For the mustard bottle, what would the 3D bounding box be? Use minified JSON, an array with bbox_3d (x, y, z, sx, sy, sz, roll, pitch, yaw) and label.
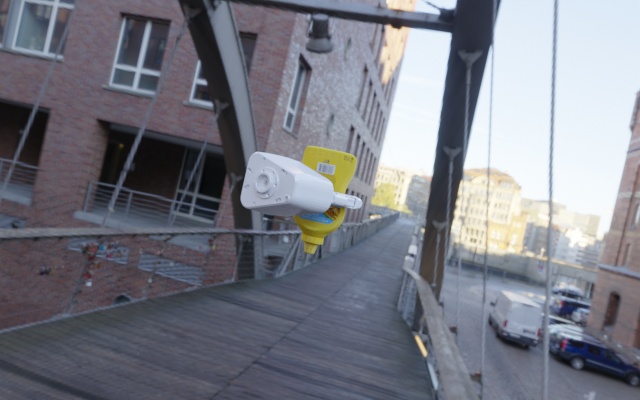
[{"bbox_3d":[0.000,0.003,0.870,0.096,0.191,0.058,13,1,8],"label":"mustard bottle"}]
